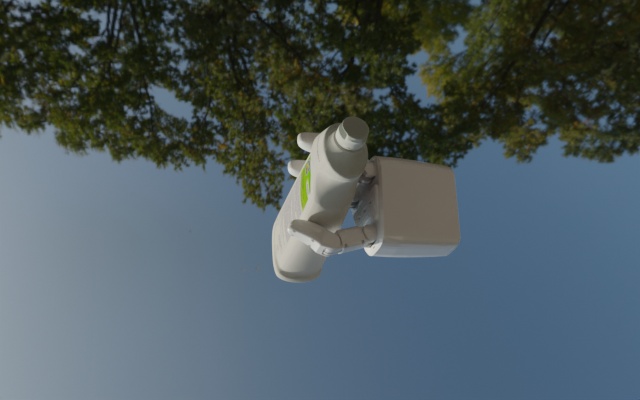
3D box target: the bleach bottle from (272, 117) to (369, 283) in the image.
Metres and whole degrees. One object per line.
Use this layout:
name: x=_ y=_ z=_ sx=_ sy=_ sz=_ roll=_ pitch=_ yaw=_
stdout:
bleach bottle: x=0.000 y=0.002 z=0.564 sx=0.068 sy=0.102 sz=0.251 roll=3 pitch=-33 yaw=-18
